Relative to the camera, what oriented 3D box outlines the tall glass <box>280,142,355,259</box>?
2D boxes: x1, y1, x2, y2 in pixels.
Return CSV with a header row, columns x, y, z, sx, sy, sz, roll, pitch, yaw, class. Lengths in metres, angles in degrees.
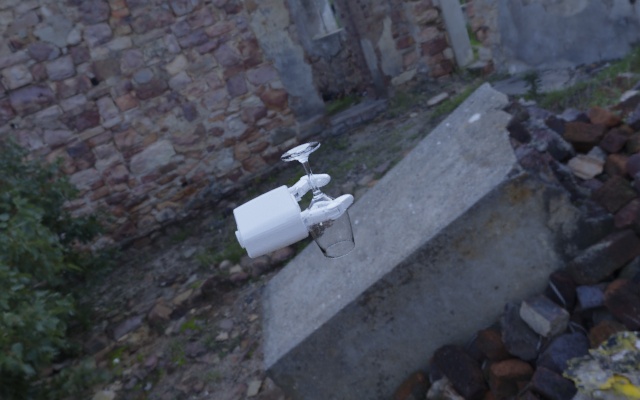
x,y,z,sx,sy,sz,roll,pitch,yaw,class
0.000,0.002,0.844,0.079,0.201,0.079,-20,19,7,tall glass
